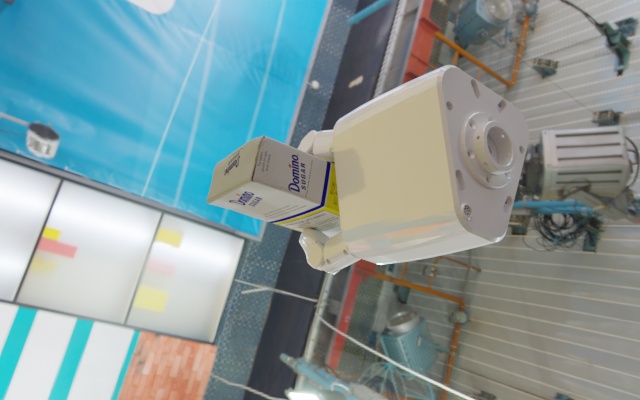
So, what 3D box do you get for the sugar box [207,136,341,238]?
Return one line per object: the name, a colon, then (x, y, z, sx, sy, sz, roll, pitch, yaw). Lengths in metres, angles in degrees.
sugar box: (0.000, 0.001, 0.425, 0.176, 0.048, 0.093, 22, -23, -29)
